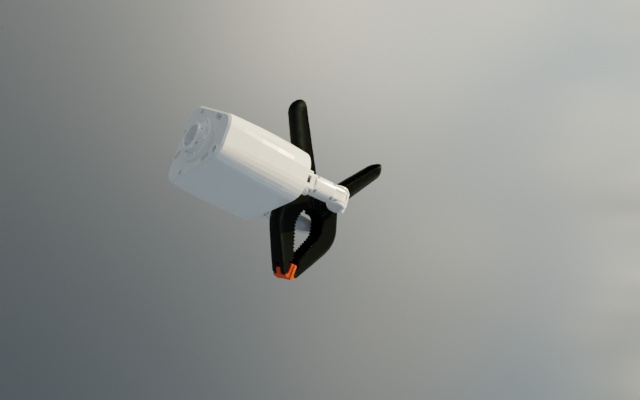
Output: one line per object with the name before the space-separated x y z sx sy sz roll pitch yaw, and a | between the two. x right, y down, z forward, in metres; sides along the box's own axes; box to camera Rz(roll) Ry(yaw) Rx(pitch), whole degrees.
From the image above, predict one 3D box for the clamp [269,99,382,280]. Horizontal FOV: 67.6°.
clamp | 0.000 0.002 0.597 0.164 0.210 0.036 26 -17 -35
